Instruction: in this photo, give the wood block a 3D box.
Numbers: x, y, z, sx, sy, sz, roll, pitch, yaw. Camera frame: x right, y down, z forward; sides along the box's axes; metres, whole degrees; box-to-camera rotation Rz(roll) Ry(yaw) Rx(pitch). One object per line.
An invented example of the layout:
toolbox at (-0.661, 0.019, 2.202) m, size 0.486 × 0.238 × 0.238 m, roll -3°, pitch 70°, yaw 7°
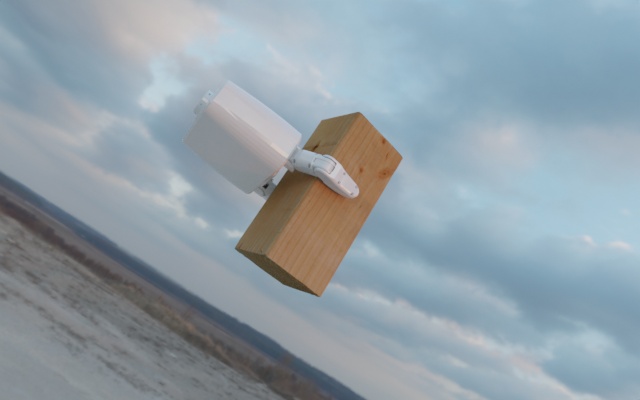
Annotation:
wood block at (0.000, 0.002, 0.589) m, size 0.090 × 0.206 × 0.091 m, roll 42°, pitch -20°, yaw -26°
